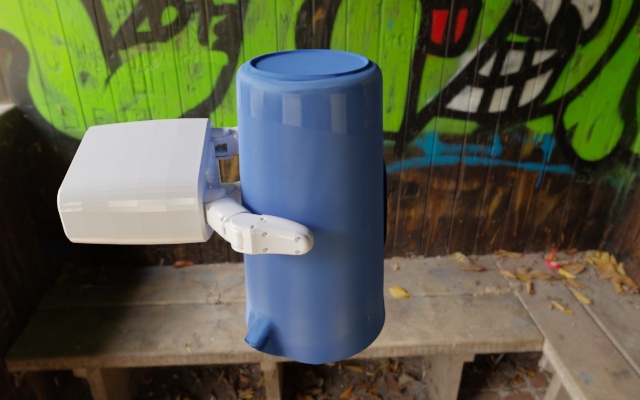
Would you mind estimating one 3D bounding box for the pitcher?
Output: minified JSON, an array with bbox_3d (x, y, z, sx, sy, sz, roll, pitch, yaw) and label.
[{"bbox_3d":[0.000,0.001,0.411,0.145,0.243,0.149,-2,28,-3],"label":"pitcher"}]
